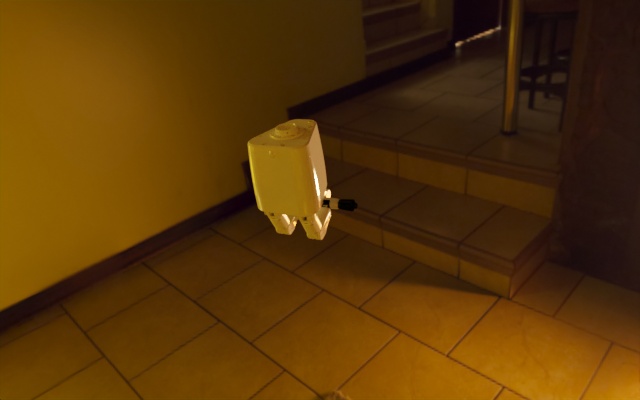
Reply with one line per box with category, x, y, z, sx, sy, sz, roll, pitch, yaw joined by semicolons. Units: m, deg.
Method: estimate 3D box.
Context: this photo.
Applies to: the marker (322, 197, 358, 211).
marker;0.000;0.003;0.752;0.121;0.020;0.020;6;2;24
